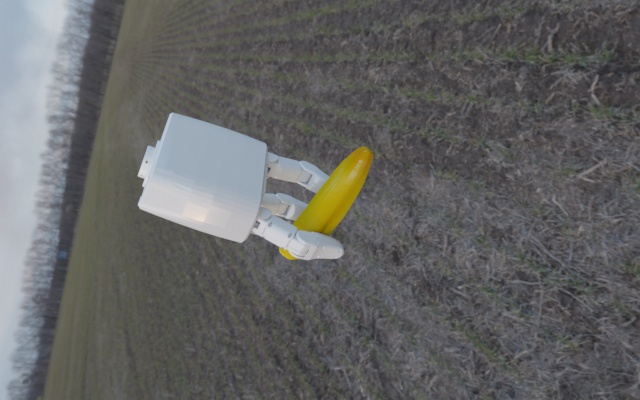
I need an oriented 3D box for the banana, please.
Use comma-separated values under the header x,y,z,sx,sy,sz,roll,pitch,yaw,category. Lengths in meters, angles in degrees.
x,y,z,sx,sy,sz,roll,pitch,yaw,category
-0.005,0.018,0.523,0.037,0.069,0.198,25,-39,-14,banana
